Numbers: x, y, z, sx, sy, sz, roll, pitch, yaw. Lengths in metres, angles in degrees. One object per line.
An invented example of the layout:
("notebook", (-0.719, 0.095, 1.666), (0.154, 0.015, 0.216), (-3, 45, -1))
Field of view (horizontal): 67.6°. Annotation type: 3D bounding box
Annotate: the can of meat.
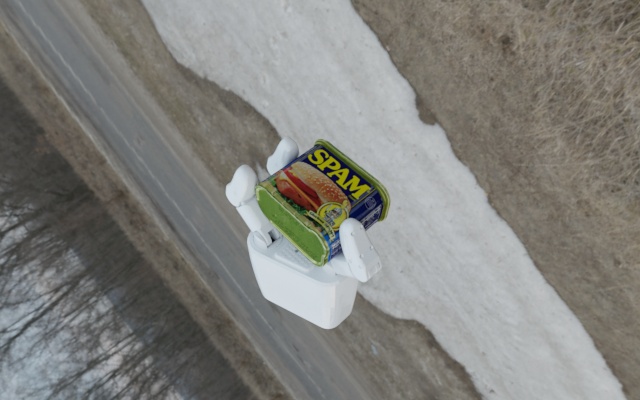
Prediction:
("can of meat", (0.000, 0.002, 0.455), (0.084, 0.102, 0.057), (-37, -26, -26))
